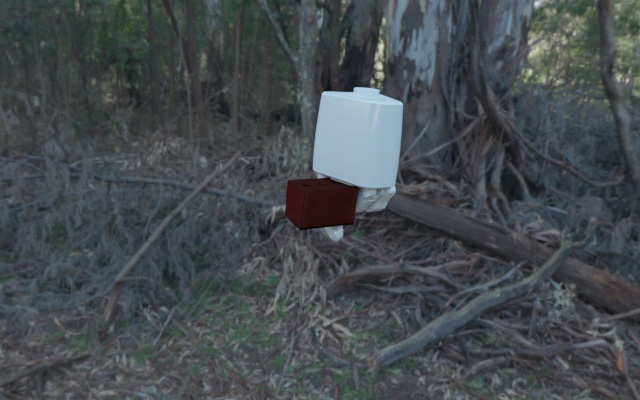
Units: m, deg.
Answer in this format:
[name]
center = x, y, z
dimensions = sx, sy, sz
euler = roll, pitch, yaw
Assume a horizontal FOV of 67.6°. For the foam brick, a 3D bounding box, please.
[foam brick]
center = 0.000, 0.002, 0.610
dimensions = 0.078, 0.051, 0.053
euler = -5, 21, -28
